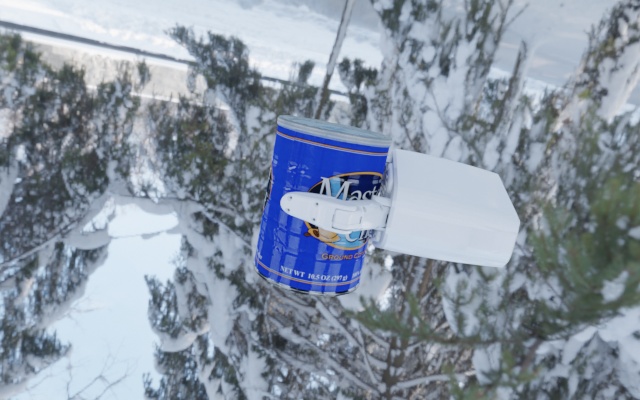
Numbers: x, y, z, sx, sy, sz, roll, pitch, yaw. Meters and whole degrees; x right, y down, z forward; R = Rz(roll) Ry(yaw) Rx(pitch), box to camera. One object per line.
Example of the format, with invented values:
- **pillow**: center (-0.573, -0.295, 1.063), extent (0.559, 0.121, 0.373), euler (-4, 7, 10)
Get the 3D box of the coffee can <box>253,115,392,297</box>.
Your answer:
- **coffee can**: center (0.000, 0.001, 0.437), extent (0.103, 0.140, 0.102), euler (11, 13, -2)
